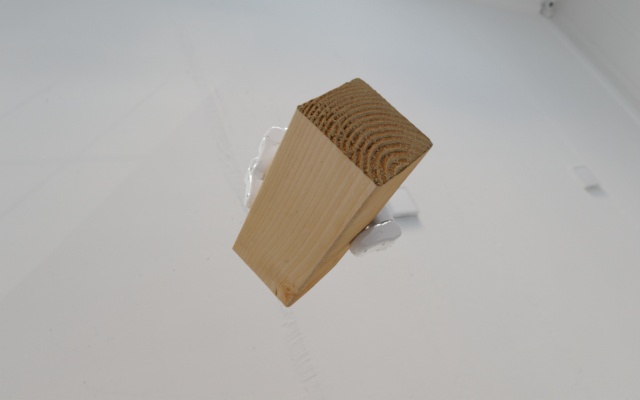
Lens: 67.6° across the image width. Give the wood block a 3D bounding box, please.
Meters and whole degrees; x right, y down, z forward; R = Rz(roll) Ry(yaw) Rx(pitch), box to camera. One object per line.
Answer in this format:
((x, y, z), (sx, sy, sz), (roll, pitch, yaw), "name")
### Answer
((0.000, 0.002, 0.450), (0.090, 0.091, 0.206), (-36, -15, -41), "wood block")
